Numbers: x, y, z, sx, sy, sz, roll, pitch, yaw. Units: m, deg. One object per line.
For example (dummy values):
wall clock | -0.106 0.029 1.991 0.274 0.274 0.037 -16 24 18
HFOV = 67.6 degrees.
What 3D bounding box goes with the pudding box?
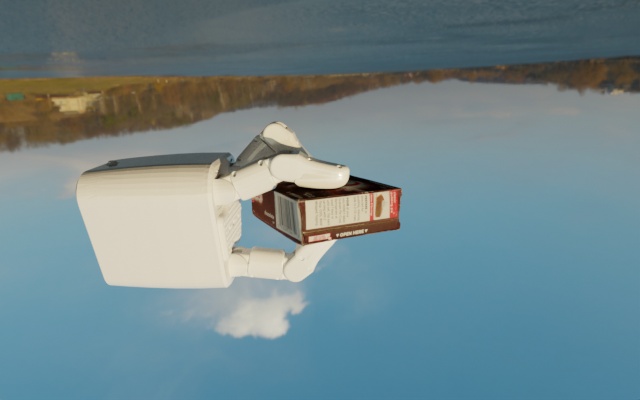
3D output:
pudding box | 0.000 0.001 0.403 0.090 0.039 0.113 -8 16 -25
